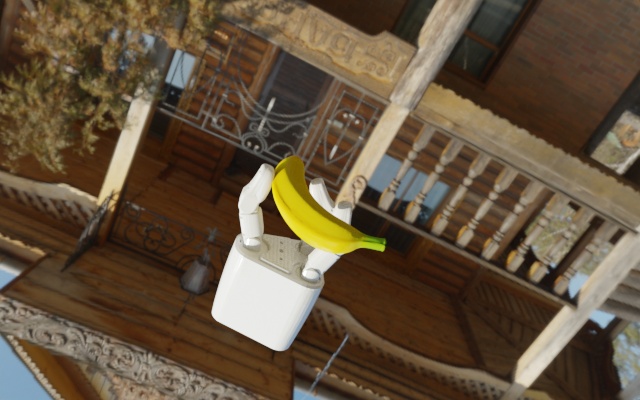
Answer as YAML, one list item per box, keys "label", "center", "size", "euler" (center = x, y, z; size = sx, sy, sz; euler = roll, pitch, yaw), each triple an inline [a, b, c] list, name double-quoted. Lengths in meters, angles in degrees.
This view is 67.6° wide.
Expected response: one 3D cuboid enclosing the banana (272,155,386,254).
- label: "banana"
  center: [-0.014, 0.002, 0.501]
  size: [0.069, 0.037, 0.197]
  euler: [4, 28, -34]
